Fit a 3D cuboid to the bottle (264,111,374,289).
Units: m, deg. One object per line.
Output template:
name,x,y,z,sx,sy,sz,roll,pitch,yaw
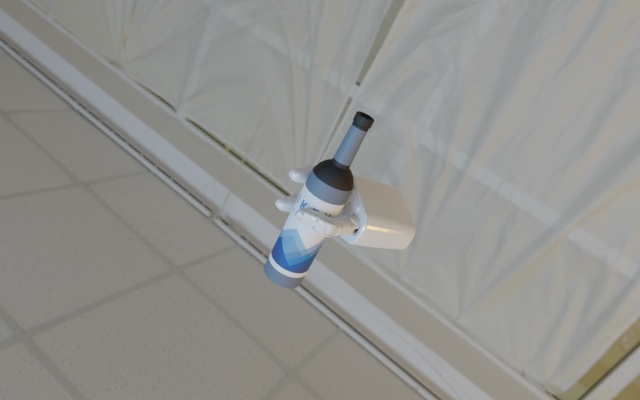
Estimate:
bottle,0.000,0.003,0.715,0.069,0.296,0.069,22,26,-11
